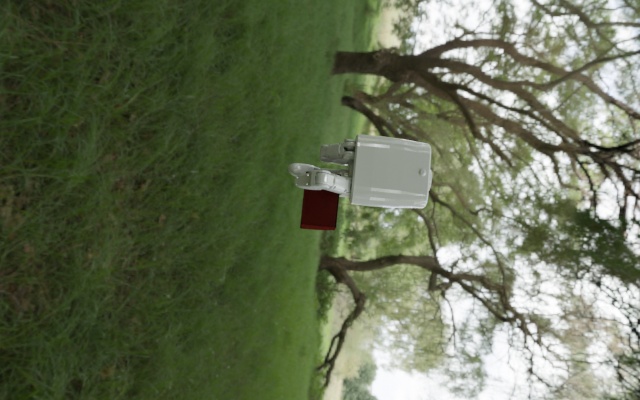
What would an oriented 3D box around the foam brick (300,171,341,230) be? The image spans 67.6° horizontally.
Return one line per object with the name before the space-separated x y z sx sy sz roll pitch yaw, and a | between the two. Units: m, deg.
foam brick | 0.000 0.003 0.685 0.051 0.078 0.053 6 -8 -2
